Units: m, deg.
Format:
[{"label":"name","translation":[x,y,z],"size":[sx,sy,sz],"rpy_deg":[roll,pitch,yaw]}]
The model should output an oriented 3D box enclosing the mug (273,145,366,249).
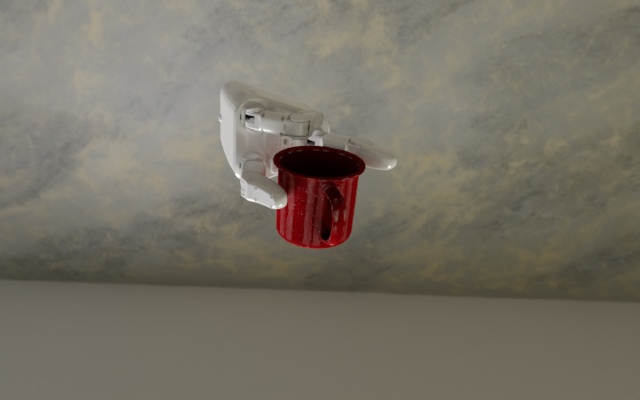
[{"label":"mug","translation":[0.001,0.002,0.483],"size":[0.093,0.081,0.117],"rpy_deg":[-5,27,-21]}]
